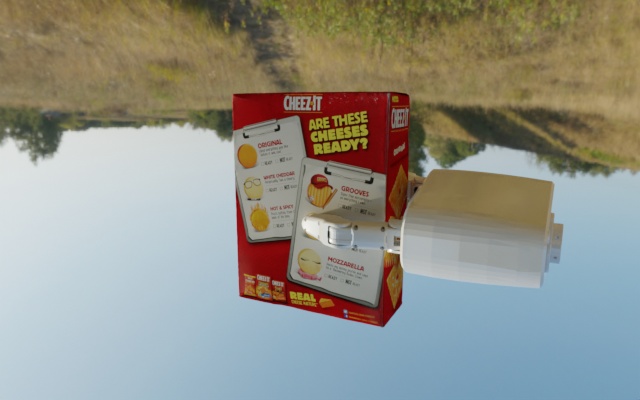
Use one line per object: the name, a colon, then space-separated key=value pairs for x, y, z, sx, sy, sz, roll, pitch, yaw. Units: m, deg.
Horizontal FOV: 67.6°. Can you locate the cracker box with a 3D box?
cracker box: x=0.000 y=0.002 z=0.478 sx=0.164 sy=0.214 sz=0.072 roll=6 pitch=12 yaw=26
